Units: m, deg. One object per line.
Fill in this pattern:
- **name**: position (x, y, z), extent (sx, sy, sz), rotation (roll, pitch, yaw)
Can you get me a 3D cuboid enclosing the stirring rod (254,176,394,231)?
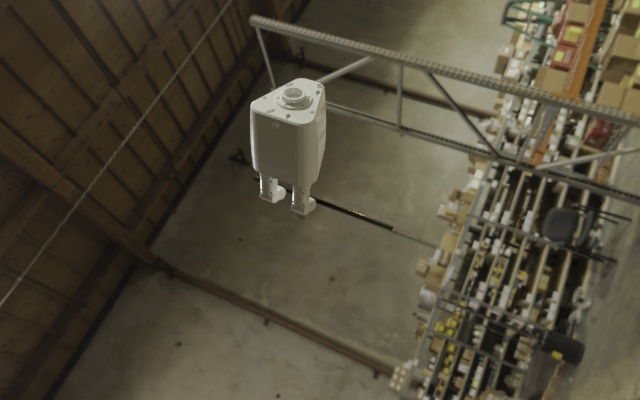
- **stirring rod**: position (0.000, 0.002, 0.751), extent (0.239, 0.011, 0.011), rotation (20, 6, 17)
